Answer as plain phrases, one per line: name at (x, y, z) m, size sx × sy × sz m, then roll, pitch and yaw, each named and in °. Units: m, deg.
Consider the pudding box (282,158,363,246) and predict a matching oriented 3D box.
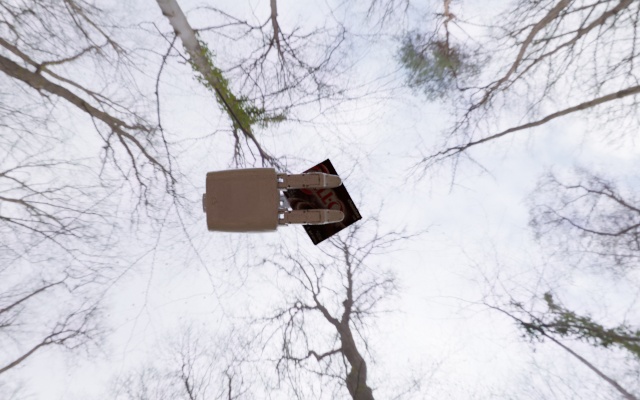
pudding box at (0.000, 0.003, 0.759) m, size 0.090 × 0.113 × 0.039 m, roll -30°, pitch 0°, yaw -7°
